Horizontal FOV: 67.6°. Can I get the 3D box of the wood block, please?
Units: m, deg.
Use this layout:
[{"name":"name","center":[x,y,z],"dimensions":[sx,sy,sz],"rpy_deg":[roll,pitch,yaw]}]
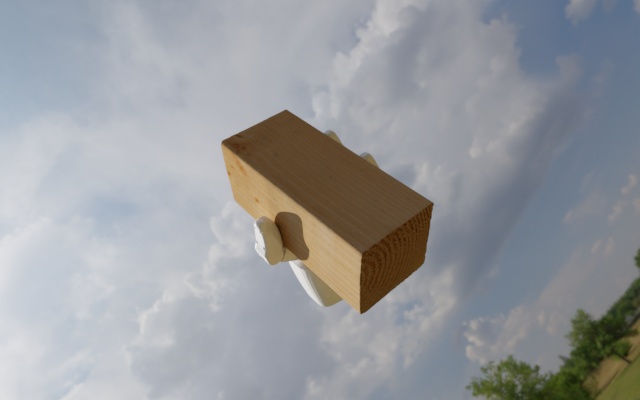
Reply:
[{"name":"wood block","center":[0.000,0.002,0.480],"dimensions":[0.091,0.090,0.206],"rpy_deg":[-33,51,-27]}]
